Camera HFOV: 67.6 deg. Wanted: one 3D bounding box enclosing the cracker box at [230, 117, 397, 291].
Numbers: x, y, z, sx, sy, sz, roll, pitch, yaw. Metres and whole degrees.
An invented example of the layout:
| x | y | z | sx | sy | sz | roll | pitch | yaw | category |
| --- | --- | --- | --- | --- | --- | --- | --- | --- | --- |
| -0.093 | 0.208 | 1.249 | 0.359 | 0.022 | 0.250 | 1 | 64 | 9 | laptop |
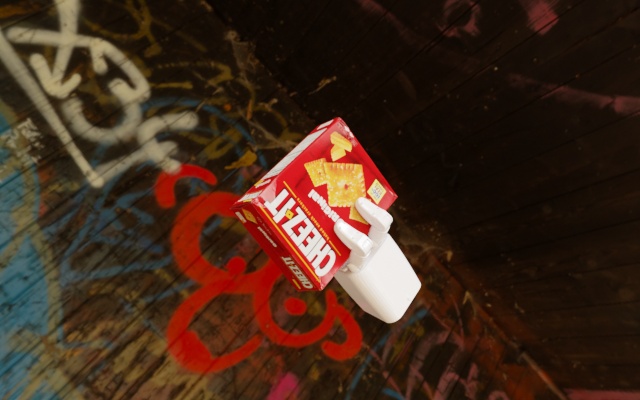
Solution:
| x | y | z | sx | sy | sz | roll | pitch | yaw | category |
| --- | --- | --- | --- | --- | --- | --- | --- | --- | --- |
| 0.000 | 0.002 | 0.712 | 0.213 | 0.164 | 0.072 | -47 | 18 | -32 | cracker box |
